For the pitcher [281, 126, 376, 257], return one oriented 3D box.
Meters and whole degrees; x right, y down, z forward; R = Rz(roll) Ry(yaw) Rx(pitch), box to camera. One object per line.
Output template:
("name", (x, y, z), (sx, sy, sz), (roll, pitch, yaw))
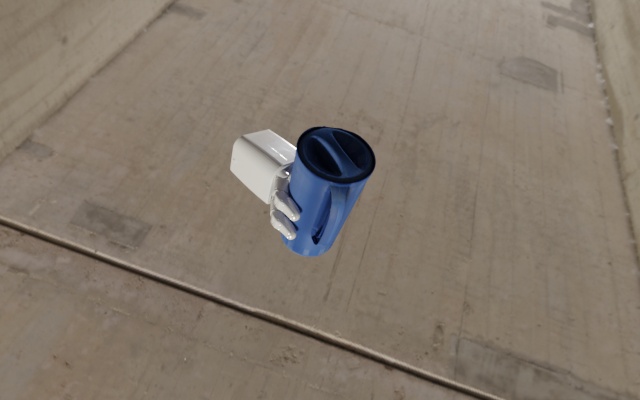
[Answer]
("pitcher", (0.000, 0.003, 0.851), (0.145, 0.243, 0.149), (39, 51, 17))
